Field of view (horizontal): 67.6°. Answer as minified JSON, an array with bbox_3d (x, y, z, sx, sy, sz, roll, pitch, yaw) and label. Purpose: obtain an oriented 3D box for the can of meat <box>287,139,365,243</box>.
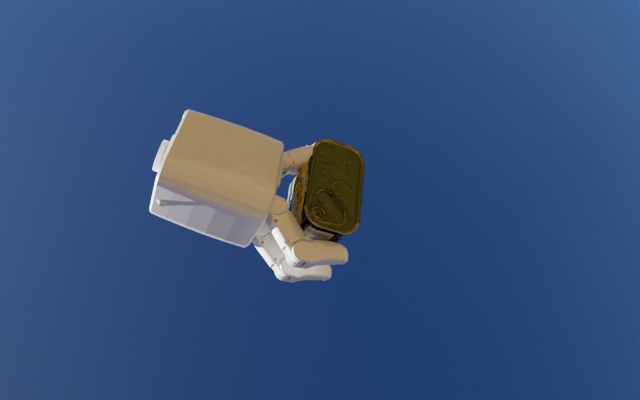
[{"bbox_3d":[0.000,0.002,0.500,0.057,0.102,0.084,17,-32,-16],"label":"can of meat"}]
